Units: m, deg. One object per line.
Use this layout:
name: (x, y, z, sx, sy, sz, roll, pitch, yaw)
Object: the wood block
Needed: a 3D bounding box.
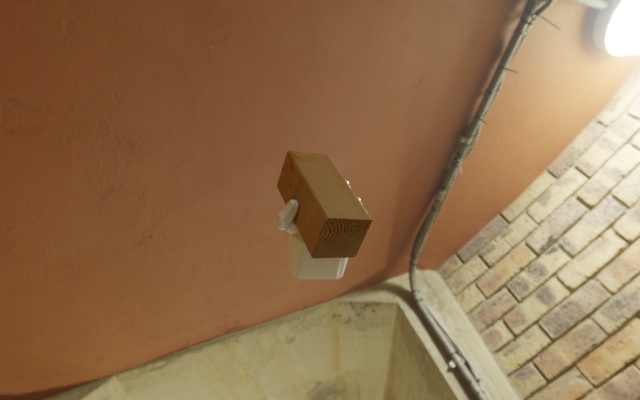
wood block: (0.000, 0.003, 0.876, 0.091, 0.090, 0.206, 2, 36, -28)
